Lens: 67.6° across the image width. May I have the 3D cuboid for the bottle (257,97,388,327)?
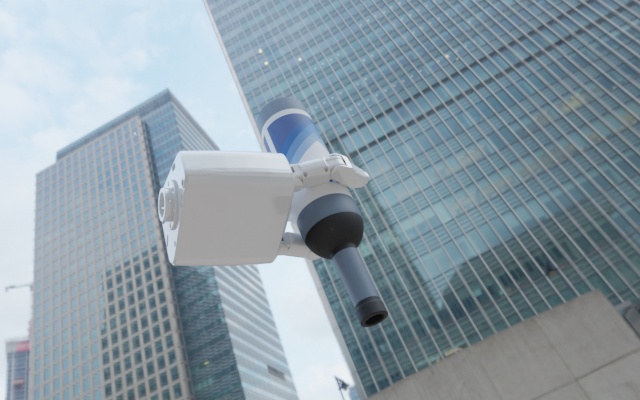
[{"bbox_3d":[0.000,0.002,0.523,0.069,0.295,0.069,-15,-38,-12],"label":"bottle"}]
